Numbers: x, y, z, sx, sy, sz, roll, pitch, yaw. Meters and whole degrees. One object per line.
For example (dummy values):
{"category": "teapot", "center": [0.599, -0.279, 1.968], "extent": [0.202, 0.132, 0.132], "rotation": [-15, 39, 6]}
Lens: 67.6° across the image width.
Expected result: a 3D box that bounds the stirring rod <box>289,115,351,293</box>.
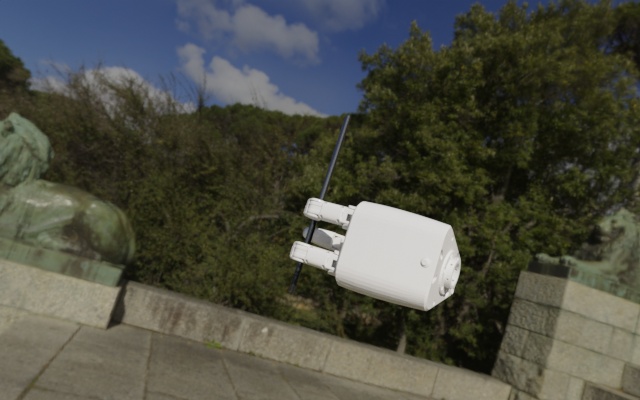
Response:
{"category": "stirring rod", "center": [0.000, 0.002, 0.616], "extent": [0.011, 0.239, 0.011], "rotation": [18, -7, 2]}
